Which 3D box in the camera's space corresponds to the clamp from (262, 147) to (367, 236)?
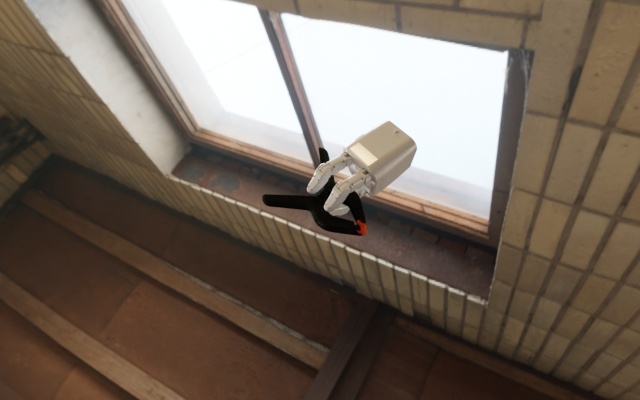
[{"bbox_3d":[0.001,0.004,0.891,0.164,0.210,0.036,-37,-34,-11],"label":"clamp"}]
